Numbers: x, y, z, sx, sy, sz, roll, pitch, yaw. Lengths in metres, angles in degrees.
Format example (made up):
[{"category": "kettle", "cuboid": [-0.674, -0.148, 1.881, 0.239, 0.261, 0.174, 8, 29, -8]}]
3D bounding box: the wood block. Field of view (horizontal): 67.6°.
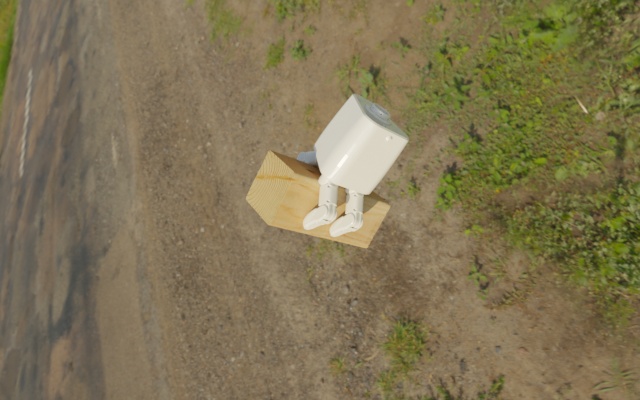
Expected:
[{"category": "wood block", "cuboid": [0.000, 0.002, 0.769, 0.206, 0.090, 0.090, 17, 16, -39]}]
